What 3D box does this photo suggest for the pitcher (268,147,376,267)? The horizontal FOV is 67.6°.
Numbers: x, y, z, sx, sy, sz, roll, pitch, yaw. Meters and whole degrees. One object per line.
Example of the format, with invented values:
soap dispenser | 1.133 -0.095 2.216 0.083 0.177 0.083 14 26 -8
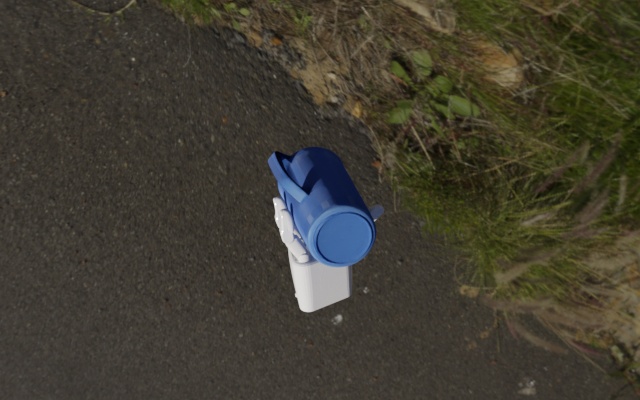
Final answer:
pitcher | 0.000 0.003 0.811 0.149 0.145 0.242 -9 26 -9
